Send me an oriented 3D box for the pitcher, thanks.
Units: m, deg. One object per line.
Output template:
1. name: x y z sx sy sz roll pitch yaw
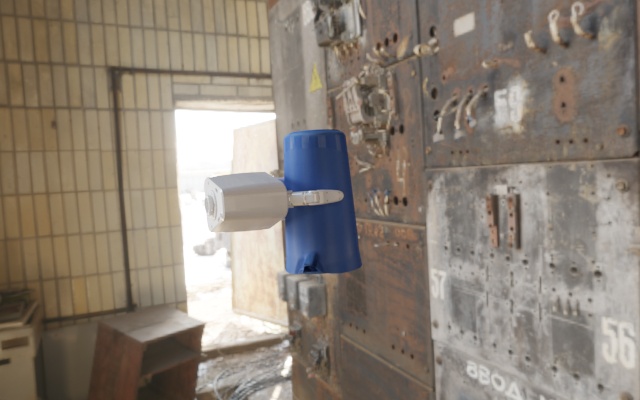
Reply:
1. pitcher: 0.000 0.003 0.838 0.145 0.243 0.149 -5 3 -27
